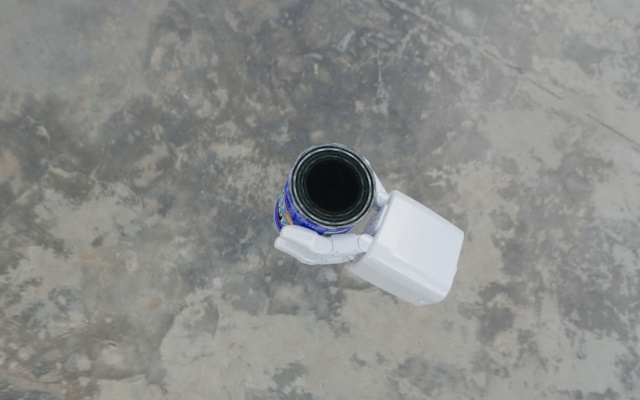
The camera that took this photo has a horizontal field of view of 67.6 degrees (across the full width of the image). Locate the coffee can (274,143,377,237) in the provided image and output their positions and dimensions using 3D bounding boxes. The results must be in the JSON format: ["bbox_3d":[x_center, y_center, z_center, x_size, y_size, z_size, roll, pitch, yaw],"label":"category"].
[{"bbox_3d":[0.000,0.002,0.601,0.103,0.102,0.140,0,-16,-12],"label":"coffee can"}]
